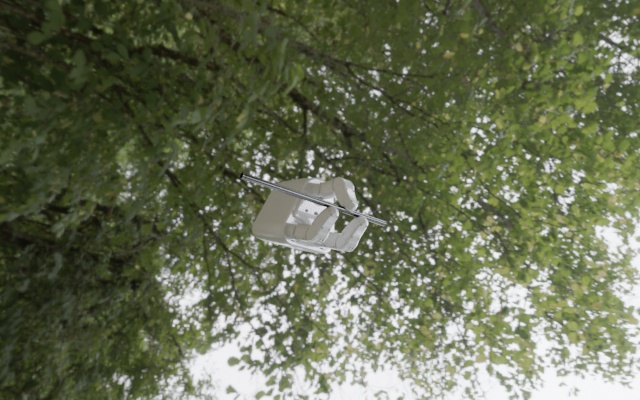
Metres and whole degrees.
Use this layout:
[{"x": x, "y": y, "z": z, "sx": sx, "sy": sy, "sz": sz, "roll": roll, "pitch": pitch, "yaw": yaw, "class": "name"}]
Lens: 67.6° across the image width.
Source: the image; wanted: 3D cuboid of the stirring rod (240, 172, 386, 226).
[{"x": 0.000, "y": 0.002, "z": 0.640, "sx": 0.239, "sy": 0.011, "sz": 0.011, "roll": 19, "pitch": -11, "yaw": -34, "class": "stirring rod"}]
